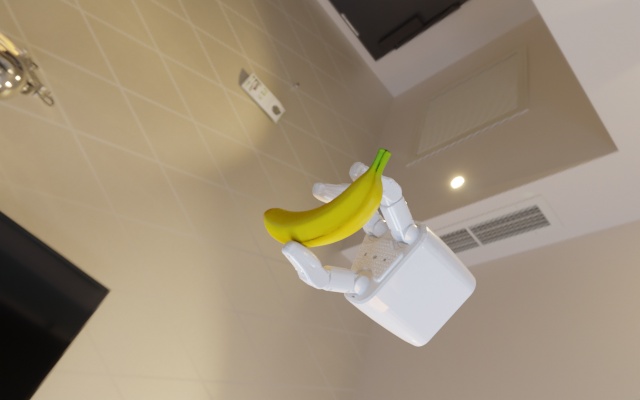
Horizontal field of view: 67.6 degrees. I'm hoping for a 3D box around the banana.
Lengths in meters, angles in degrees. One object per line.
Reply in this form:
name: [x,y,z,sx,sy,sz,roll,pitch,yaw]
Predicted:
banana: [-0.002,0.015,0.483,0.037,0.069,0.198,37,-39,-26]
